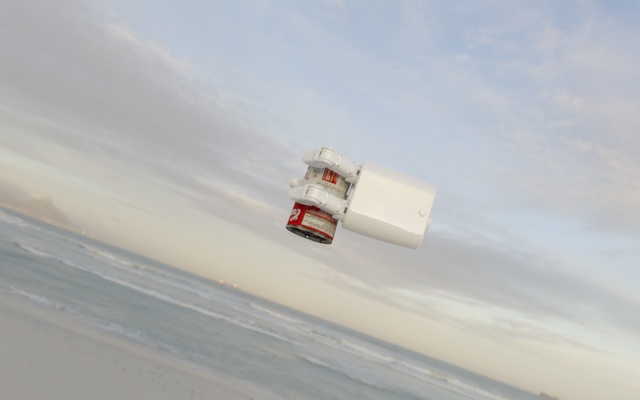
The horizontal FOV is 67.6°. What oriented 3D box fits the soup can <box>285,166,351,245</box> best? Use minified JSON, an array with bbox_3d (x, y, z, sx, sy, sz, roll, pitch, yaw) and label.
[{"bbox_3d":[0.000,0.002,0.667,0.068,0.102,0.068,19,-13,4],"label":"soup can"}]
